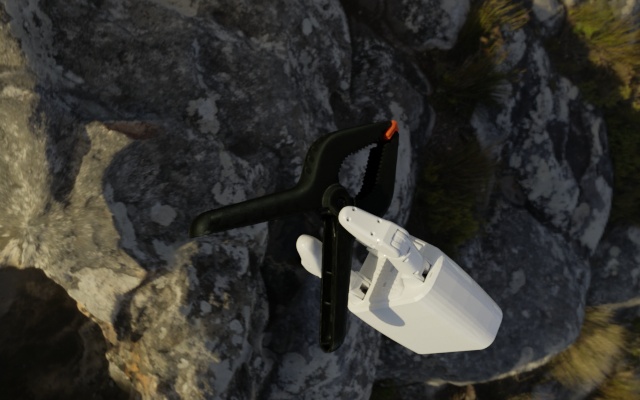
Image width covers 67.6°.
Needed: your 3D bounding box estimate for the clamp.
[{"bbox_3d":[0.001,0.001,0.413,0.164,0.210,0.036,39,-21,-23],"label":"clamp"}]
